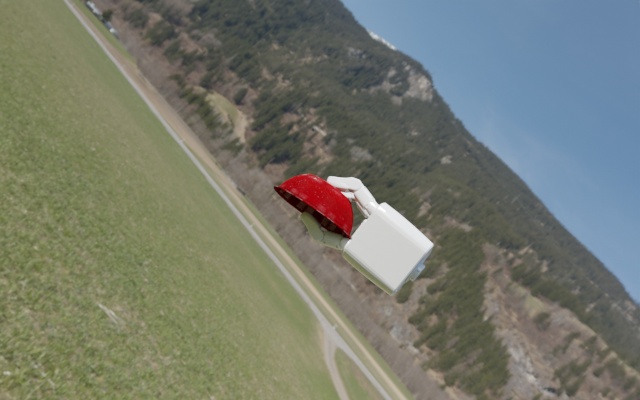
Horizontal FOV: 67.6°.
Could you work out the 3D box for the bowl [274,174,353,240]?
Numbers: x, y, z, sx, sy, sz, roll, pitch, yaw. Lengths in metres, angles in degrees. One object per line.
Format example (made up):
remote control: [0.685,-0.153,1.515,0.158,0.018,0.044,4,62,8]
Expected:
bowl: [-0.001,0.002,0.820,0.162,0.055,0.162,33,-8,6]
